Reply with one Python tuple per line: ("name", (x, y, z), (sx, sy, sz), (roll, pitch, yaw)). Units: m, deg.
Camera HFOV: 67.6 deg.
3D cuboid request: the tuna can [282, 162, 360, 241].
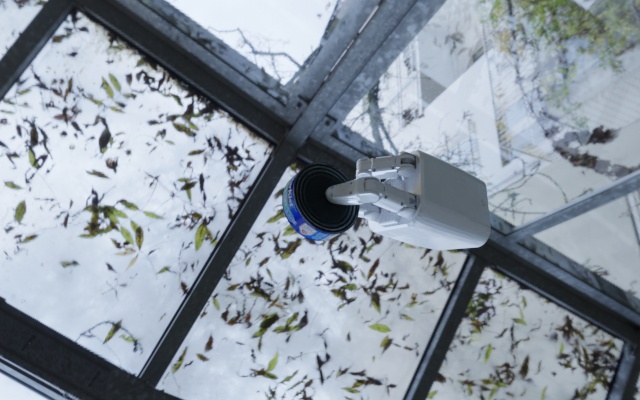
("tuna can", (0.000, 0.002, 0.542), (0.086, 0.086, 0.034), (0, -21, -33))
